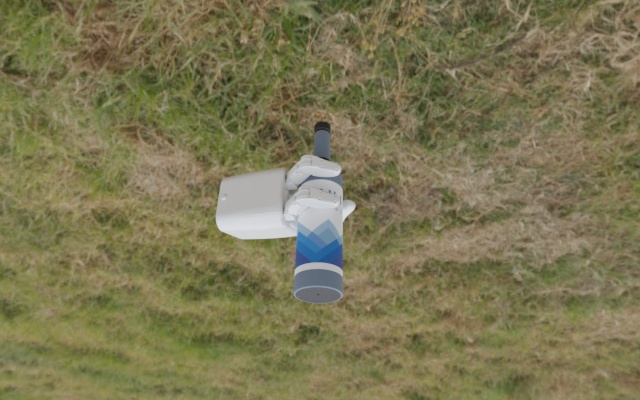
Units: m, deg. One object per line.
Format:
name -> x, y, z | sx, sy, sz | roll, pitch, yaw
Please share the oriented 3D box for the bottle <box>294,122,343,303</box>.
bottle -> 0.000, 0.003, 0.719 | 0.069, 0.295, 0.069 | 1, -31, 1
